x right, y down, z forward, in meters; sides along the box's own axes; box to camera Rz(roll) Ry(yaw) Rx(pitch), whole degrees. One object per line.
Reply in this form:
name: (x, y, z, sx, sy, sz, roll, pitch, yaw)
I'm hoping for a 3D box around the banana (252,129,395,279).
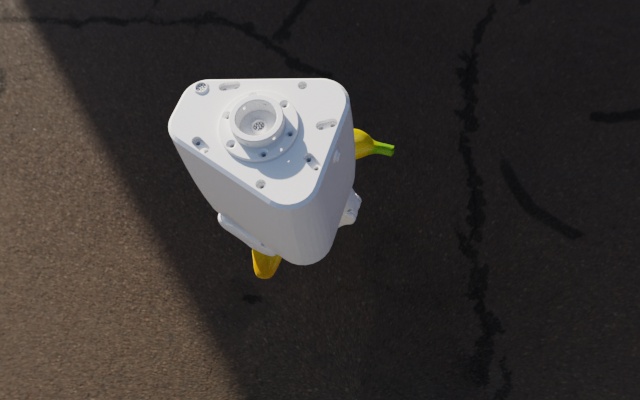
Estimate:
banana: (-0.011, -0.012, 0.481, 0.069, 0.197, 0.037, 40, -16, 18)
